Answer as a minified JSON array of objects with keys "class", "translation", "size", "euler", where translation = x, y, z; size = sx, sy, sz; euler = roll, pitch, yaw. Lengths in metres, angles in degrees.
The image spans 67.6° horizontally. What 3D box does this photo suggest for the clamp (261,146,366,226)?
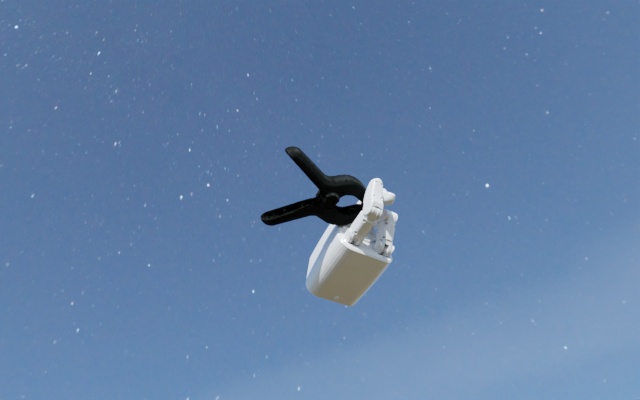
[{"class":"clamp","translation":[0.000,0.002,0.687],"size":[0.171,0.120,0.039],"euler":[22,26,-25]}]
